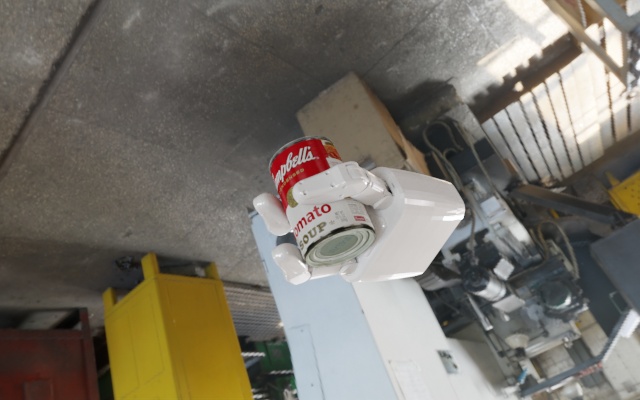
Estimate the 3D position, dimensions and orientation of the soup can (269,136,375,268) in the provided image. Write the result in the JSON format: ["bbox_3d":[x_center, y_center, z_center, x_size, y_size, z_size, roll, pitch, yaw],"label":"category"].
[{"bbox_3d":[0.000,0.002,0.434,0.068,0.102,0.068,-17,-30,-10],"label":"soup can"}]
